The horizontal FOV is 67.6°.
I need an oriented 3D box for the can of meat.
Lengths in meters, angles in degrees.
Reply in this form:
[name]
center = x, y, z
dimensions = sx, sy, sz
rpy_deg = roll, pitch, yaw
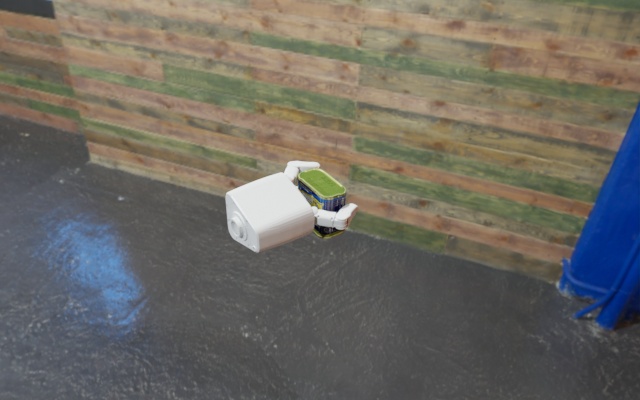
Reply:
[can of meat]
center = 0.000, 0.002, 0.834
dimensions = 0.057, 0.084, 0.102
rpy_deg = -19, 39, -29
